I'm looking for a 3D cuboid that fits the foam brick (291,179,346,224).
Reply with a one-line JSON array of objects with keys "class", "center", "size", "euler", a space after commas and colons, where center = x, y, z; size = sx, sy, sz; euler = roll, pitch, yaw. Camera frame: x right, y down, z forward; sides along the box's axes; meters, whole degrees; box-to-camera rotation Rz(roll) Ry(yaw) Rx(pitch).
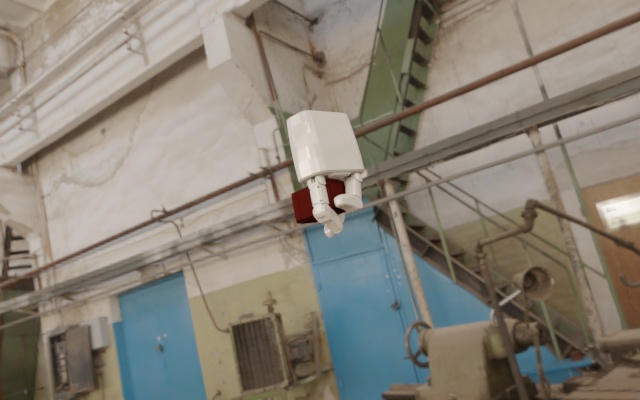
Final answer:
[{"class": "foam brick", "center": [0.000, 0.003, 0.779], "size": [0.078, 0.051, 0.053], "euler": [-21, -13, 31]}]
